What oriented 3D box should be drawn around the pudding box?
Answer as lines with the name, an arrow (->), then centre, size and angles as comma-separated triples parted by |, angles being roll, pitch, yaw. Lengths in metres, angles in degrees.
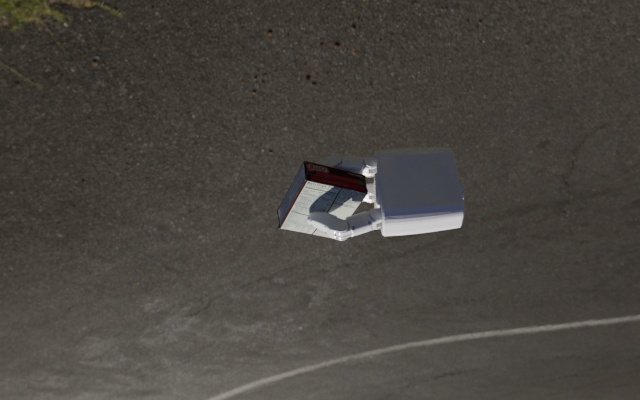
pudding box -> 0.000, 0.002, 0.654 | 0.090, 0.039, 0.114 | 13, -45, -20
